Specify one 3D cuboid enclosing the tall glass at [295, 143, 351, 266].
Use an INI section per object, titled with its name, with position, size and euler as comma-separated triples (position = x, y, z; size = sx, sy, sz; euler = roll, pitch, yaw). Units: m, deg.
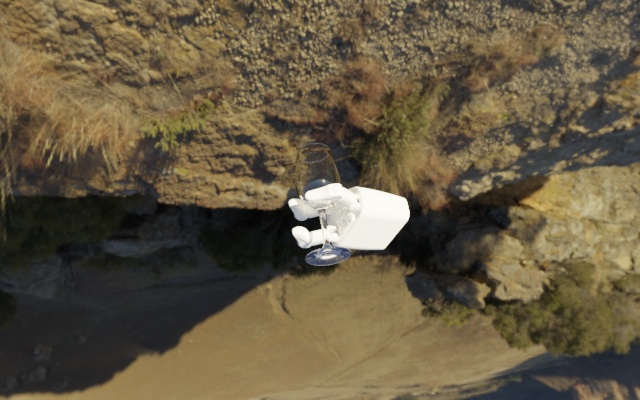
[tall glass]
position = 0.000, 0.003, 0.805
size = 0.079, 0.201, 0.079
euler = -7, -27, -3
